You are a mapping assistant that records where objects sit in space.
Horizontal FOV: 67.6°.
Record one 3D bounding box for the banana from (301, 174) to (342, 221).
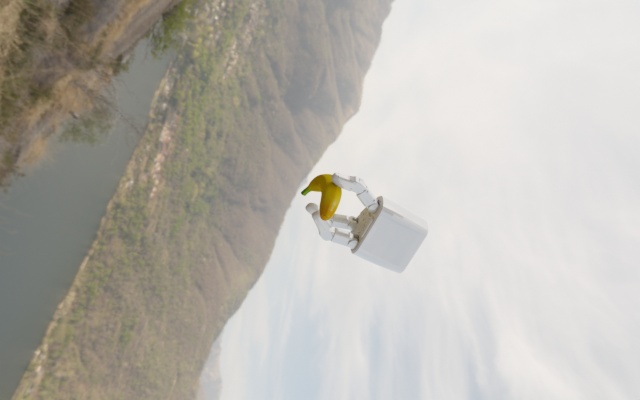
[{"bbox_3d":[0.009,-0.014,0.868,0.037,0.069,0.197,31,5,-16],"label":"banana"}]
